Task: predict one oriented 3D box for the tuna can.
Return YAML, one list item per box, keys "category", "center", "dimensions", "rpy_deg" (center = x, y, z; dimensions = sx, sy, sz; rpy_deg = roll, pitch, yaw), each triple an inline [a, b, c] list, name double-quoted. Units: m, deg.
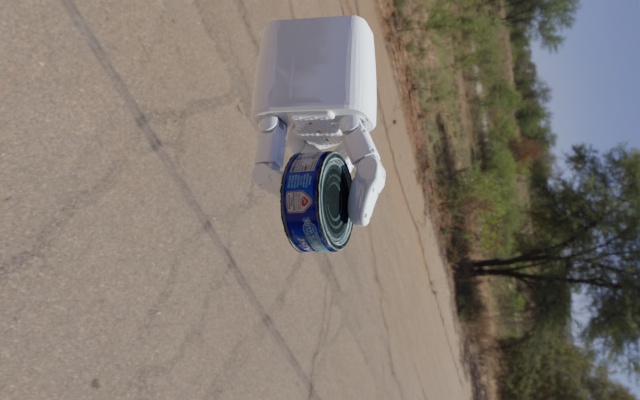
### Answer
- category: "tuna can"
  center: [0.001, 0.001, 0.403]
  dimensions: [0.034, 0.086, 0.086]
  rpy_deg: [-2, -1, 23]
